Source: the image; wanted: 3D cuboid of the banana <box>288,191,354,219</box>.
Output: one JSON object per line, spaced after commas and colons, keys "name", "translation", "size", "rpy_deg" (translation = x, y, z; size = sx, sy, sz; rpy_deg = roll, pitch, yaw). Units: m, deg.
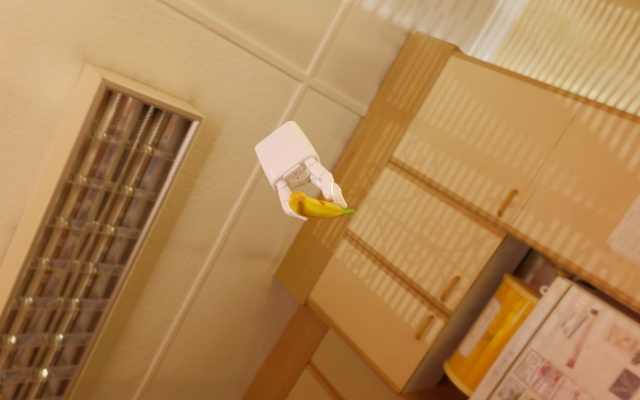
{"name": "banana", "translation": [-0.014, 0.009, 0.889], "size": [0.069, 0.037, 0.198], "rpy_deg": [-21, -17, 28]}
